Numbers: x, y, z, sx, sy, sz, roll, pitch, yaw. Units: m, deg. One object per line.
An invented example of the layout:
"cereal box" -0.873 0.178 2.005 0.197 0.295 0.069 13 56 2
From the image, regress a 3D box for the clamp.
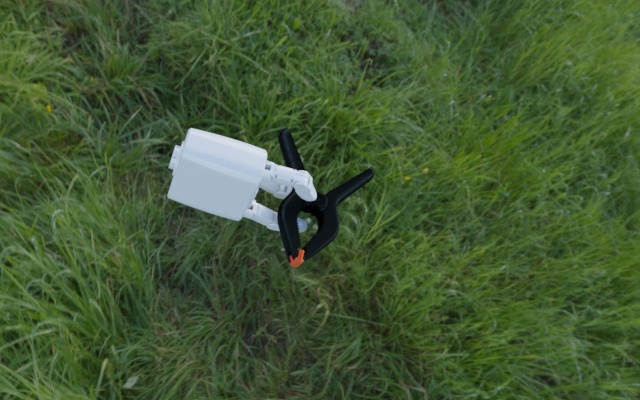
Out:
"clamp" 0.000 0.002 0.714 0.164 0.210 0.036 16 -28 -15
